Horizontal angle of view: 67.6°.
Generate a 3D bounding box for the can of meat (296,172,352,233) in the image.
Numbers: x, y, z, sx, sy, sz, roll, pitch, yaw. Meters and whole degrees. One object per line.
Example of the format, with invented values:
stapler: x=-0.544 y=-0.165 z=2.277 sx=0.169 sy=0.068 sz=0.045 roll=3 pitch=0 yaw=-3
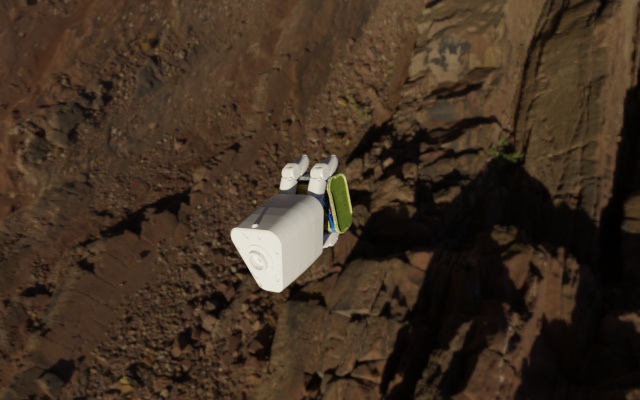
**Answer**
can of meat: x=0.000 y=0.003 z=0.779 sx=0.084 sy=0.102 sz=0.057 roll=3 pitch=25 yaw=35
